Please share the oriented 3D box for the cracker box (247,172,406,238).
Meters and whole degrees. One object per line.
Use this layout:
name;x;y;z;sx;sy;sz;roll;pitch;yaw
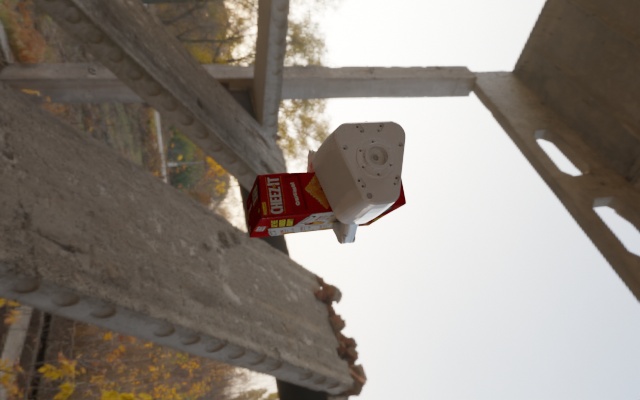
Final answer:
cracker box;0.000;0.003;0.741;0.213;0.072;0.164;-5;-13;-15
